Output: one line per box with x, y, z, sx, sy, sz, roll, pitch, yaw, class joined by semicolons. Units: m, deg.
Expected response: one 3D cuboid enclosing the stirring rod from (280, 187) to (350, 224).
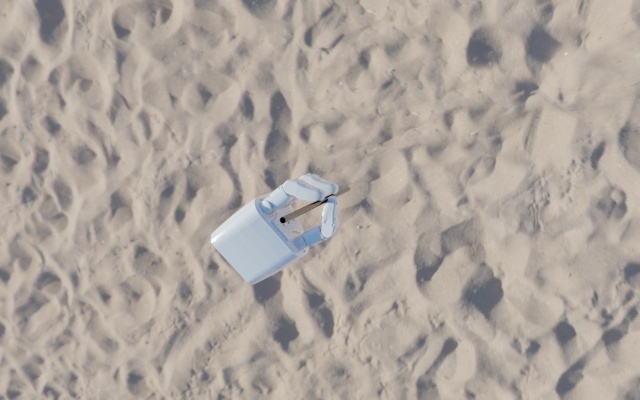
0.000;0.002;0.670;0.011;0.011;0.239;0;10;22;stirring rod
